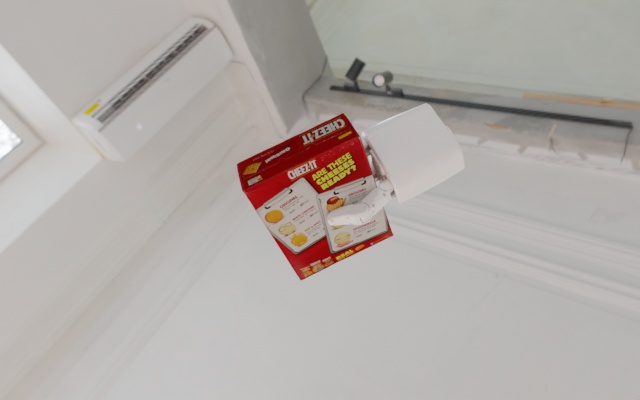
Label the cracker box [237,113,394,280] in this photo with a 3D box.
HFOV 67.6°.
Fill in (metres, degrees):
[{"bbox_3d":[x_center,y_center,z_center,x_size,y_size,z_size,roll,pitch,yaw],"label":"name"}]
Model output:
[{"bbox_3d":[0.000,0.002,0.688,0.164,0.214,0.072,-26,44,0],"label":"cracker box"}]
